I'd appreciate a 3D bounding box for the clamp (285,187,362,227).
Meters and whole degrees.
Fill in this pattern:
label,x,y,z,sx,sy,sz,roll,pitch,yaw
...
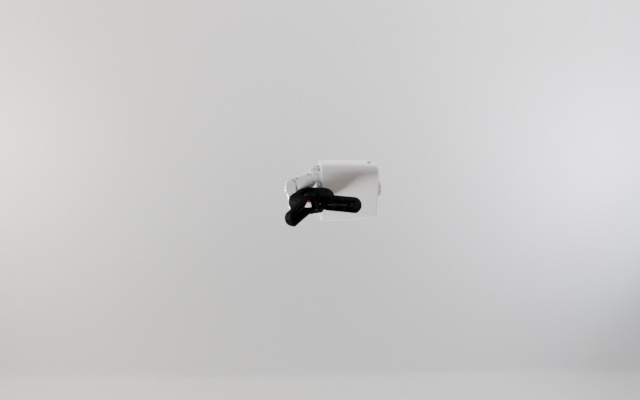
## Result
label,x,y,z,sx,sy,sz,roll,pitch,yaw
clamp,0.000,0.003,0.795,0.120,0.039,0.171,-4,15,-3
